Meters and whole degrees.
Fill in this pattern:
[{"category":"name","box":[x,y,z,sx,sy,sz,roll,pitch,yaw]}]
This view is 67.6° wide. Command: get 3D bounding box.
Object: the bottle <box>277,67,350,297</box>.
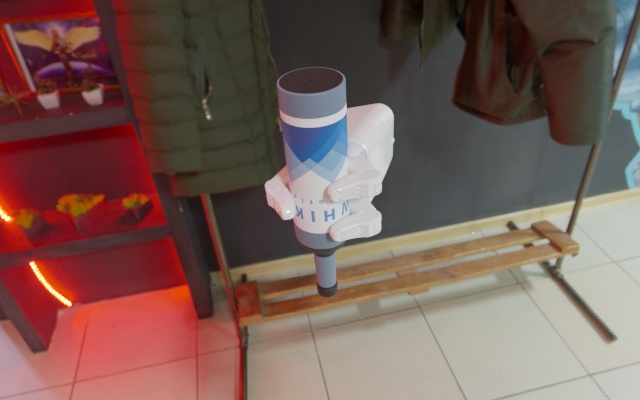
[{"category":"bottle","box":[0.000,0.002,0.546,0.069,0.296,0.069,-3,37,2]}]
